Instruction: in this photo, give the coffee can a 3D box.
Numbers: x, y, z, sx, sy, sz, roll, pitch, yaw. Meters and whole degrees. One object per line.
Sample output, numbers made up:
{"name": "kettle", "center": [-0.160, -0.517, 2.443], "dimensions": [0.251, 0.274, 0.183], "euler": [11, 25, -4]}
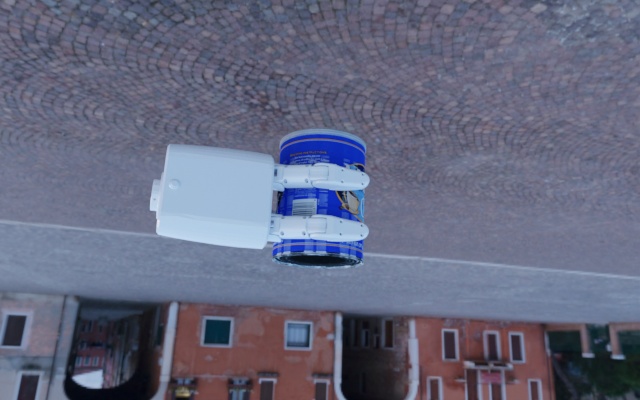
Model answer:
{"name": "coffee can", "center": [0.000, 0.002, 0.549], "dimensions": [0.103, 0.140, 0.103], "euler": [2, -16, 1]}
